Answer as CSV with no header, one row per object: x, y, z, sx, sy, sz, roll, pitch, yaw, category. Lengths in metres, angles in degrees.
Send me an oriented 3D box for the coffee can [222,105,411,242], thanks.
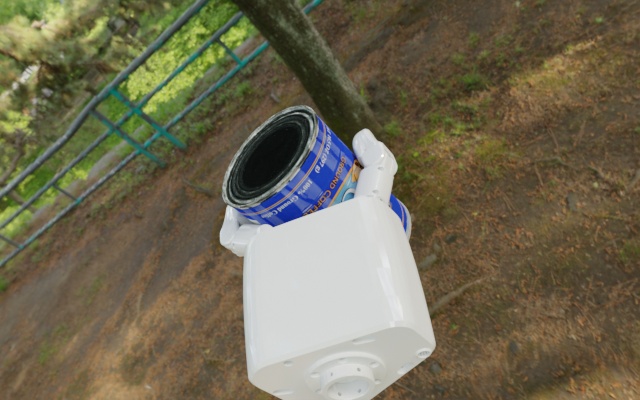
0.000,0.001,0.421,0.103,0.102,0.140,0,-34,48,coffee can
